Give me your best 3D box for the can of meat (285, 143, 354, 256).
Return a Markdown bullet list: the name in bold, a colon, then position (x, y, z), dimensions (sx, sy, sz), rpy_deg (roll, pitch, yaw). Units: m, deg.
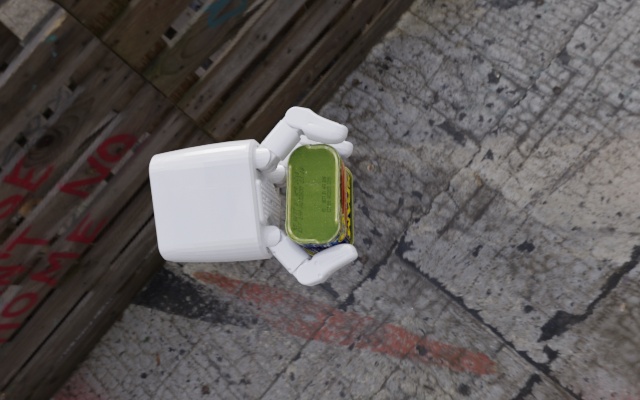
- **can of meat**: position (0.000, 0.002, 0.479), dimensions (0.057, 0.102, 0.084), rpy_deg (-2, -13, 10)
